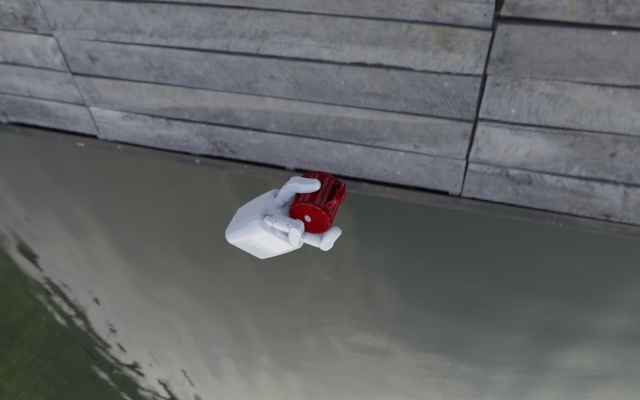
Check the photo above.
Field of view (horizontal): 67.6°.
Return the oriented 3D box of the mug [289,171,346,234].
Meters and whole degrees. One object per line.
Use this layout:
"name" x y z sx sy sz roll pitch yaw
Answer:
"mug" 0.001 0.003 0.867 0.117 0.081 0.093 -23 -59 39
